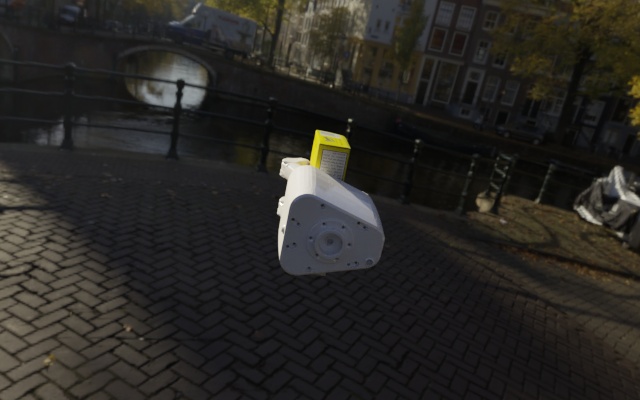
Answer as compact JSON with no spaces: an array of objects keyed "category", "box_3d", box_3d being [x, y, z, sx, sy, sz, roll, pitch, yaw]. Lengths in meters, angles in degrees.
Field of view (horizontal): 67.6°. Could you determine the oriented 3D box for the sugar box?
[{"category":"sugar box","box_3d":[0.000,0.002,0.640,0.048,0.176,0.093,11,17,-6]}]
